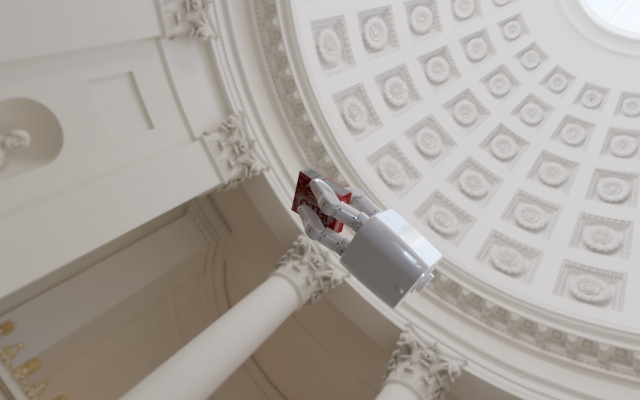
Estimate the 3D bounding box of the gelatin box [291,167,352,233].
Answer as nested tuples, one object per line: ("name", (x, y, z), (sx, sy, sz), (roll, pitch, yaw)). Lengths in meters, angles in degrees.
("gelatin box", (0.000, 0.002, 0.727), (0.089, 0.073, 0.030), (34, 37, 28))
